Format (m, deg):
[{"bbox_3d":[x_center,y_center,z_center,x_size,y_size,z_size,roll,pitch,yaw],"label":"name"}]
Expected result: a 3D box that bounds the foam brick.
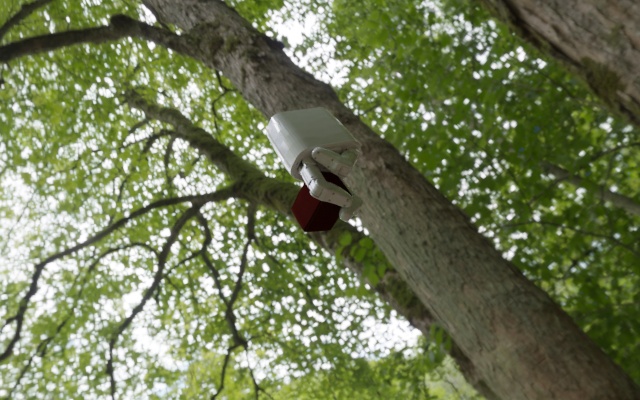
[{"bbox_3d":[0.000,0.003,0.725,0.053,0.078,0.051,1,41,-39],"label":"foam brick"}]
